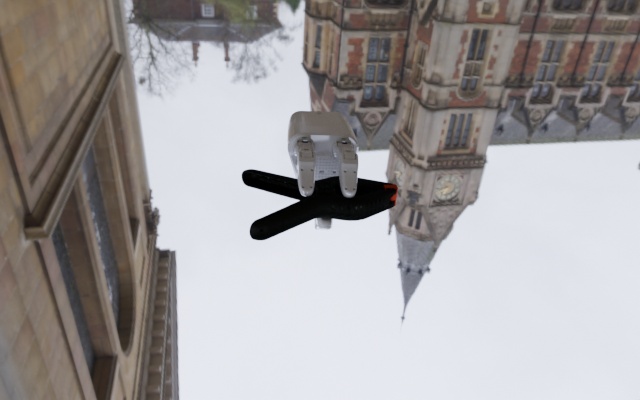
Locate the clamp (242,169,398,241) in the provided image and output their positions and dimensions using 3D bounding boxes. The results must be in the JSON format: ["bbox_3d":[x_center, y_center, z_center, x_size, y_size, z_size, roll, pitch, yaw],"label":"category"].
[{"bbox_3d":[0.001,0.003,0.615,0.210,0.036,0.164,1,28,-6],"label":"clamp"}]
